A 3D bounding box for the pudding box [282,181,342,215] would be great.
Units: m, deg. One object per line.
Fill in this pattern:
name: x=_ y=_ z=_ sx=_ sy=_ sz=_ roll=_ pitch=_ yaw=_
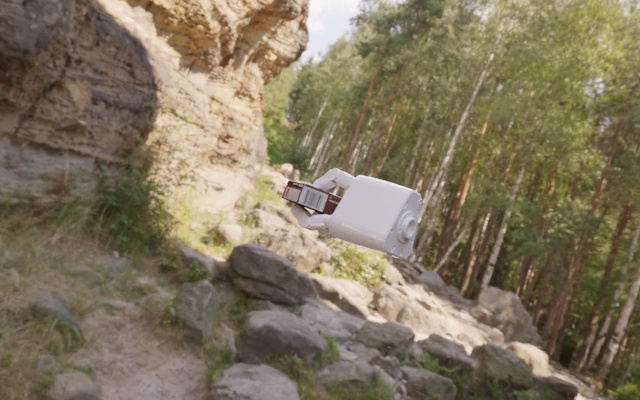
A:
pudding box: x=0.000 y=0.003 z=0.829 sx=0.113 sy=0.039 sz=0.090 roll=23 pitch=-4 yaw=-22
